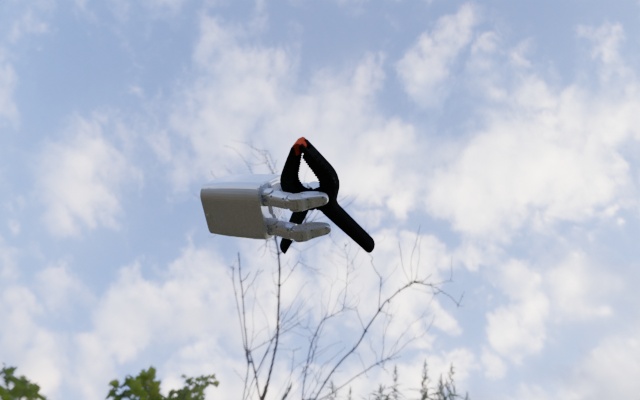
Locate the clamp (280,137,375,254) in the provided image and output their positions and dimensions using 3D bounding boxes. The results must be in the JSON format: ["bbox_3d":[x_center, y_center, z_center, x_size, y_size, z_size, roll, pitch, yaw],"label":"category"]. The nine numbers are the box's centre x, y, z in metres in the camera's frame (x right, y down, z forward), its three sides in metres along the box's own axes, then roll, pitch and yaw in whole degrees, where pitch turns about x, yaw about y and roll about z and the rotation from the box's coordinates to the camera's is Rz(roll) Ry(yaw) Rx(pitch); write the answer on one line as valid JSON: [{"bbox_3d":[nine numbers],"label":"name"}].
[{"bbox_3d":[0.000,0.002,0.749,0.164,0.210,0.036,2,31,16],"label":"clamp"}]
